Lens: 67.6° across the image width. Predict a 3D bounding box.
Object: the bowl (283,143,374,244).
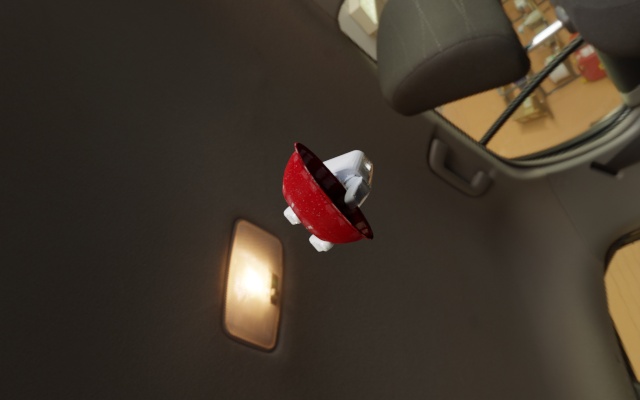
[{"bbox_3d":[-0.001,0.002,0.633,0.055,0.162,0.162,-39,-8,10],"label":"bowl"}]
